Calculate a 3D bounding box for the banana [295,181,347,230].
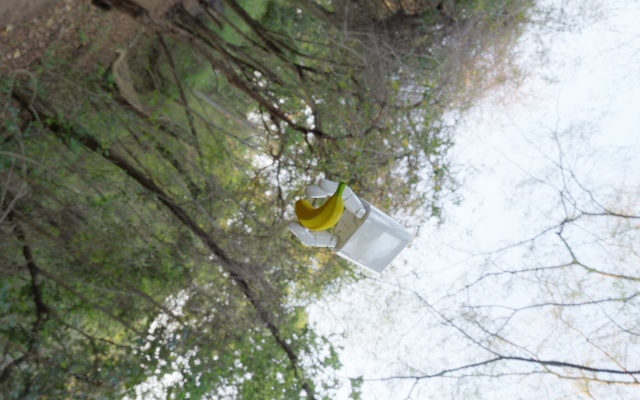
[{"bbox_3d":[-0.004,0.019,0.822,0.037,0.069,0.198,25,-18,-20],"label":"banana"}]
